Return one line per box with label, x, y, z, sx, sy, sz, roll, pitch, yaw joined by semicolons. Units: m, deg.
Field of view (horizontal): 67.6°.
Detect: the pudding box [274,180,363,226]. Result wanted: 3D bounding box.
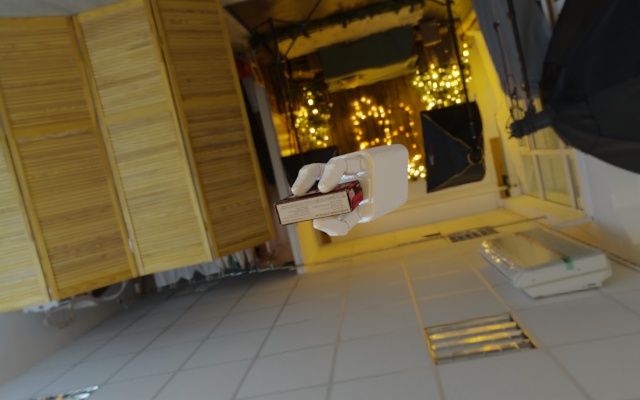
pudding box;0.000;0.002;0.706;0.113;0.039;0.090;-14;6;17
